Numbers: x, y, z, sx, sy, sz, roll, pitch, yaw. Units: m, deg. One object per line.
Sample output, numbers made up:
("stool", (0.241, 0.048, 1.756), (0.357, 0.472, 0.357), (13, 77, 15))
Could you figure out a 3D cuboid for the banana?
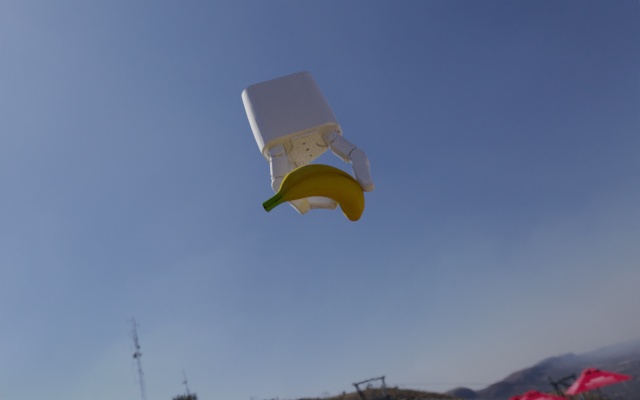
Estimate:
("banana", (0.011, -0.010, 0.585), (0.070, 0.037, 0.198), (-42, -28, 24))
